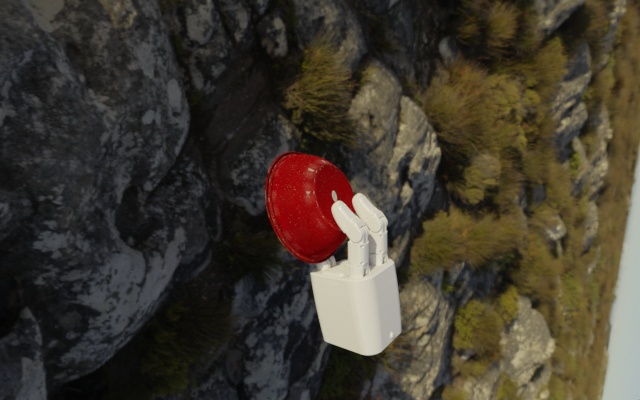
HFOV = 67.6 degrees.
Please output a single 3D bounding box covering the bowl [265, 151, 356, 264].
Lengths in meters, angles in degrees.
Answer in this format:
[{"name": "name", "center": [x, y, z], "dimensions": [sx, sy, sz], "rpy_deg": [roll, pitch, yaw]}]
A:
[{"name": "bowl", "center": [0.000, 0.001, 0.650], "dimensions": [0.055, 0.162, 0.162], "rpy_deg": [-19, -11, 36]}]
